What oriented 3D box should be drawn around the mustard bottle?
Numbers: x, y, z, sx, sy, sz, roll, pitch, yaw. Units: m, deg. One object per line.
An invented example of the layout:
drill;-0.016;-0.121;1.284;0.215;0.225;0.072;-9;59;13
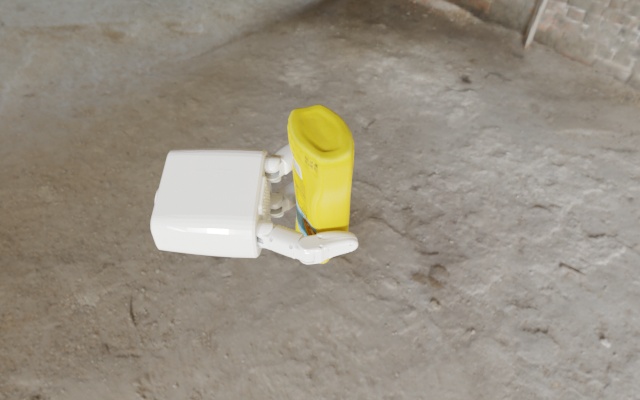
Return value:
mustard bottle;0.000;0.001;0.515;0.058;0.192;0.096;-14;45;-14
